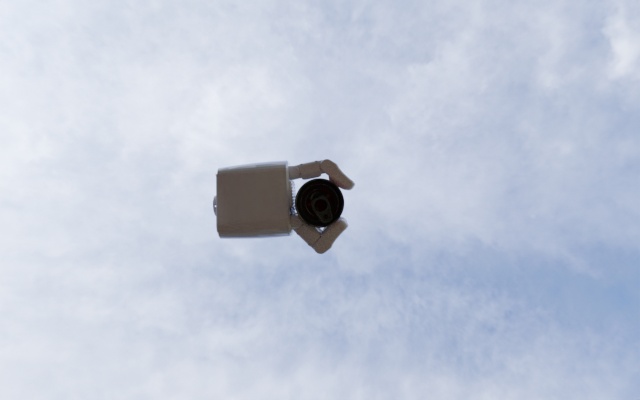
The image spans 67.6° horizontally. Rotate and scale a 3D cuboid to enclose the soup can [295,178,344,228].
[{"bbox_3d":[0.001,0.002,0.699,0.068,0.068,0.102,0,2,2],"label":"soup can"}]
